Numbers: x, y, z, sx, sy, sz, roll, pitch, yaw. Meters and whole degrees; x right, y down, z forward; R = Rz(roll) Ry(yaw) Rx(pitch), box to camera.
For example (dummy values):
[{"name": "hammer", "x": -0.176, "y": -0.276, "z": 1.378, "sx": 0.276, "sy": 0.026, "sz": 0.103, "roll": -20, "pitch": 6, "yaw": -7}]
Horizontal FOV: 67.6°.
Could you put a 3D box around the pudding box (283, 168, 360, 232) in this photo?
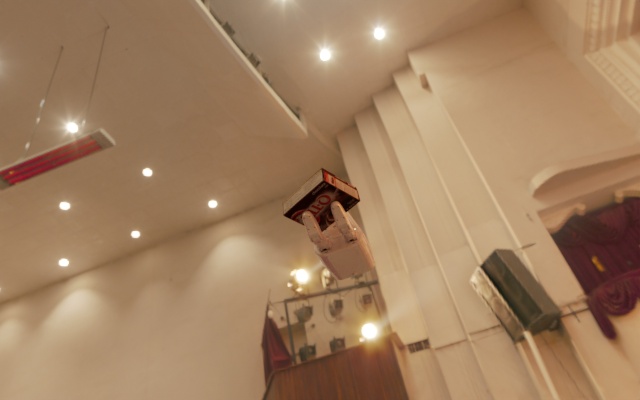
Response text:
[{"name": "pudding box", "x": 0.000, "y": 0.003, "z": 0.860, "sx": 0.090, "sy": 0.039, "sz": 0.113, "roll": 27, "pitch": -56, "yaw": -33}]
